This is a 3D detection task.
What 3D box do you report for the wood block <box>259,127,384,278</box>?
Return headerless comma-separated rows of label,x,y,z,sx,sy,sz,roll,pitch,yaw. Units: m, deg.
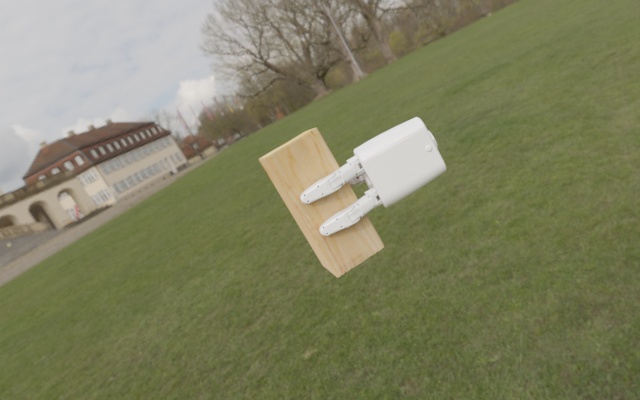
wood block,0.000,0.002,0.735,0.090,0.206,0.091,-32,11,-9
